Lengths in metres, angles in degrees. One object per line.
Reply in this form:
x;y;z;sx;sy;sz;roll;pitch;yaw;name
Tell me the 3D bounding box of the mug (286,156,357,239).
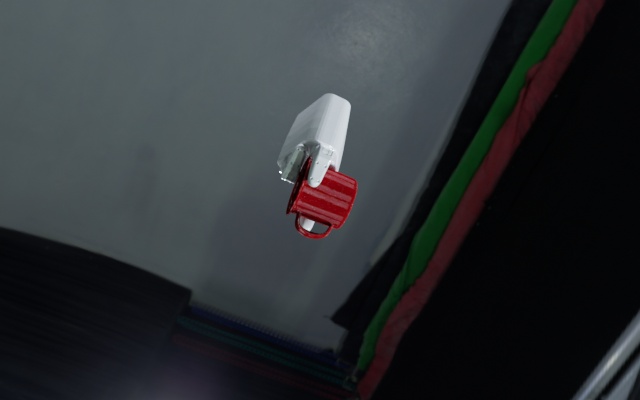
0.000;0.004;0.705;0.081;0.117;0.093;21;-30;-9;mug
